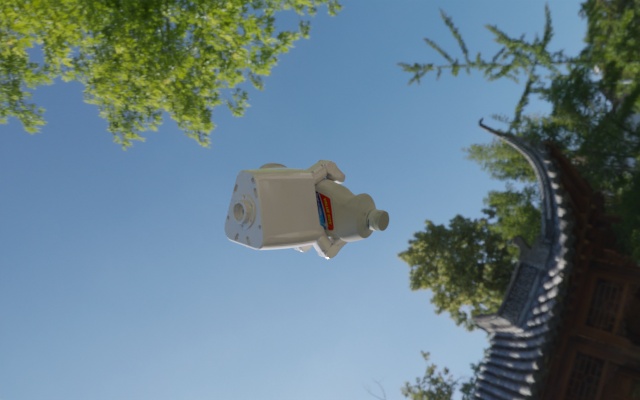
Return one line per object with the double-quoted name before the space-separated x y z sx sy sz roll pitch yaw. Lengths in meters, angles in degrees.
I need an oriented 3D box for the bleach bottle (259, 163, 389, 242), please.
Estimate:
"bleach bottle" 0.000 0.003 0.761 0.251 0.102 0.068 12 10 43
